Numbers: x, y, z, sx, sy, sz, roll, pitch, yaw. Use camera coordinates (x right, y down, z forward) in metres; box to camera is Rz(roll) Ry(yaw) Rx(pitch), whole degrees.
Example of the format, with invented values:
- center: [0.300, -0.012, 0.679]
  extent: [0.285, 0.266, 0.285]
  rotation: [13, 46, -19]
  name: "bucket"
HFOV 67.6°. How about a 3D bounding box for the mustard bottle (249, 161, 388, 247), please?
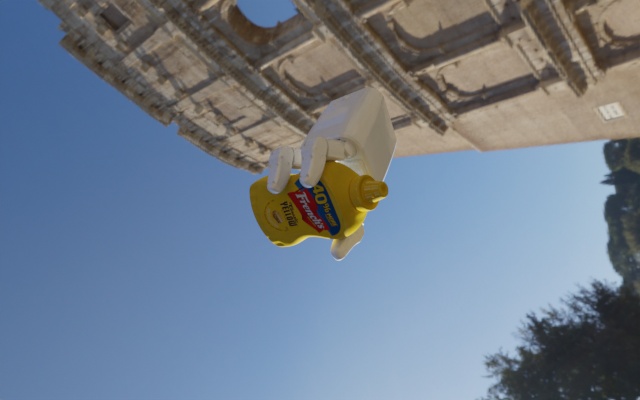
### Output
- center: [0.000, 0.002, 0.580]
  extent: [0.191, 0.096, 0.058]
  rotation: [-12, 15, 42]
  name: "mustard bottle"
